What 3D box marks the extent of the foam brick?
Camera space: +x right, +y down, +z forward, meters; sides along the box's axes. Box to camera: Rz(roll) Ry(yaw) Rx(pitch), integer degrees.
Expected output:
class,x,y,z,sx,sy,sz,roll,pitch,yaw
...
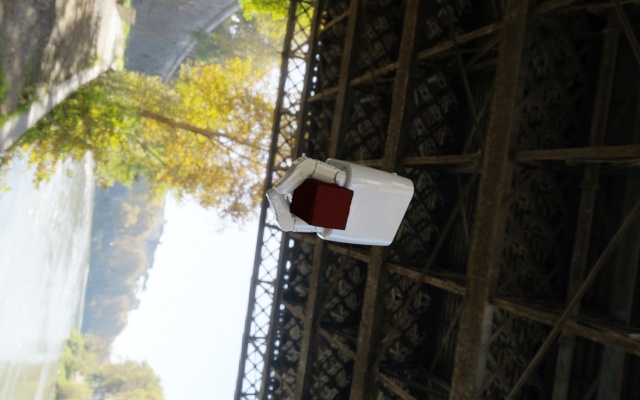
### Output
class,x,y,z,sx,sy,sz,roll,pitch,yaw
foam brick,0.000,0.002,0.610,0.051,0.053,0.078,11,7,-24
